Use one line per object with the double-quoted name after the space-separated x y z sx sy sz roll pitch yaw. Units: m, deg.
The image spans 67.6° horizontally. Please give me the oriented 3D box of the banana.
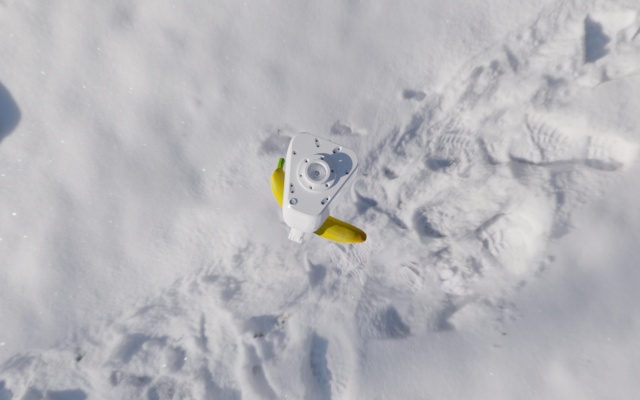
-0.015 0.012 0.764 0.069 0.198 0.037 -44 -8 -22 "banana"
